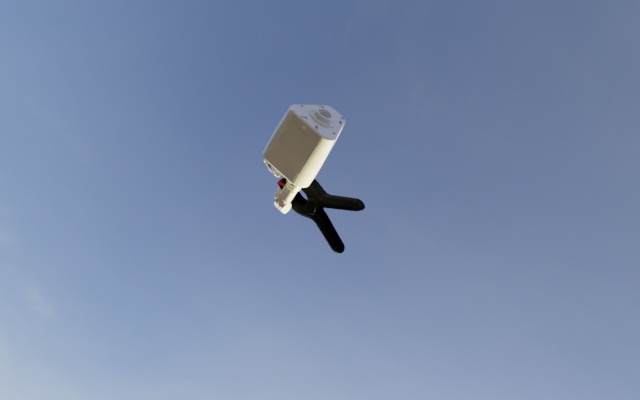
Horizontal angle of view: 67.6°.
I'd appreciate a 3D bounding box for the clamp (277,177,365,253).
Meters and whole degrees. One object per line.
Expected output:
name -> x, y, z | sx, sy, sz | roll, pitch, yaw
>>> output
clamp -> 0.000, 0.003, 0.841 | 0.171, 0.120, 0.039 | 42, 35, 11
